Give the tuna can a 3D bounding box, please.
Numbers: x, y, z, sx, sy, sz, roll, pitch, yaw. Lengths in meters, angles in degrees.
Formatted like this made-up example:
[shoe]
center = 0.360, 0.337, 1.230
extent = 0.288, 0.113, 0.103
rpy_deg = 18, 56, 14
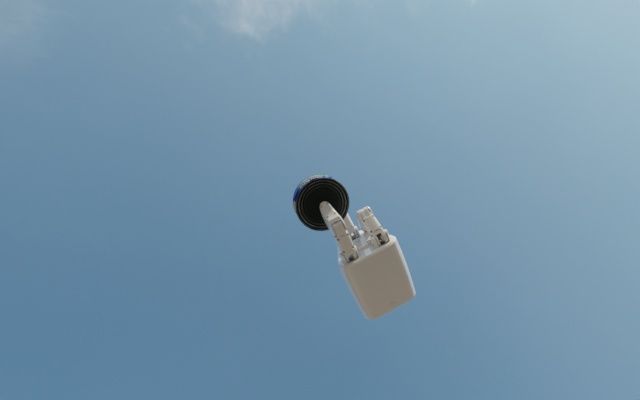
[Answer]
[tuna can]
center = 0.000, 0.002, 0.753
extent = 0.086, 0.086, 0.033
rpy_deg = 0, 15, -13
